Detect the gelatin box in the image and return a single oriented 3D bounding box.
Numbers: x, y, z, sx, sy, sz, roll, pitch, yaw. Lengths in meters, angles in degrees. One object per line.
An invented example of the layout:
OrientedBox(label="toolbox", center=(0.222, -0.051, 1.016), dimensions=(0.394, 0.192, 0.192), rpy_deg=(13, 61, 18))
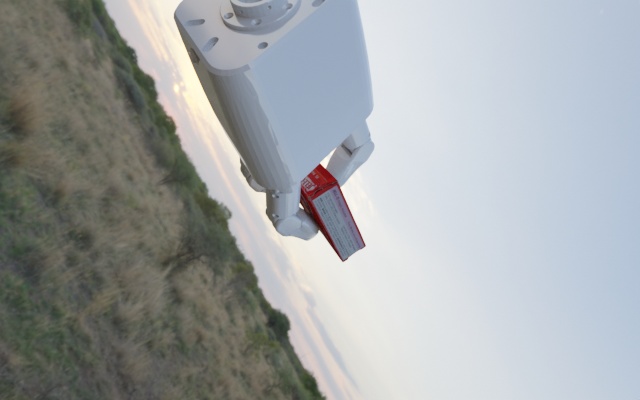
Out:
OrientedBox(label="gelatin box", center=(0.001, 0.001, 0.424), dimensions=(0.030, 0.089, 0.073), rpy_deg=(-33, 43, -6))
